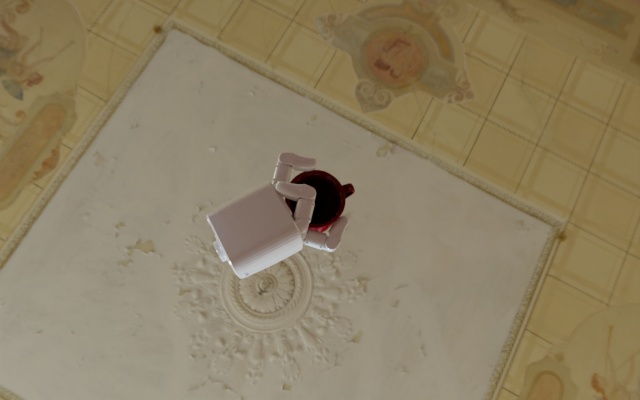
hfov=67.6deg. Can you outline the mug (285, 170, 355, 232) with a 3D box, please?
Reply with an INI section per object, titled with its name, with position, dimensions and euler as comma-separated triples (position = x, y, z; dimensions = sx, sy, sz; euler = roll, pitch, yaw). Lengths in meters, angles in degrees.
[mug]
position = 0.001, 0.002, 0.768
dimensions = 0.117, 0.093, 0.081
euler = -25, -12, -10
